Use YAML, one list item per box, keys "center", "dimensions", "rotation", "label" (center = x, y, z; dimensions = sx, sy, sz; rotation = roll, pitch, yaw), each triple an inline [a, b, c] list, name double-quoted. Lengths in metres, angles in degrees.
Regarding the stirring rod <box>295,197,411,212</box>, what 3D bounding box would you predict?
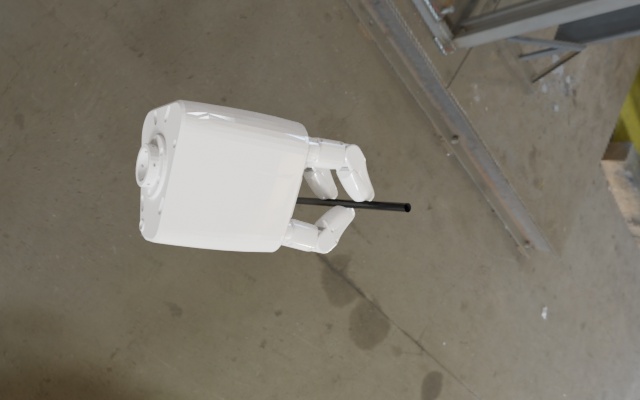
- center: [0.000, 0.002, 0.492]
  dimensions: [0.011, 0.011, 0.239]
  rotation: [0, 2, -37]
  label: "stirring rod"
